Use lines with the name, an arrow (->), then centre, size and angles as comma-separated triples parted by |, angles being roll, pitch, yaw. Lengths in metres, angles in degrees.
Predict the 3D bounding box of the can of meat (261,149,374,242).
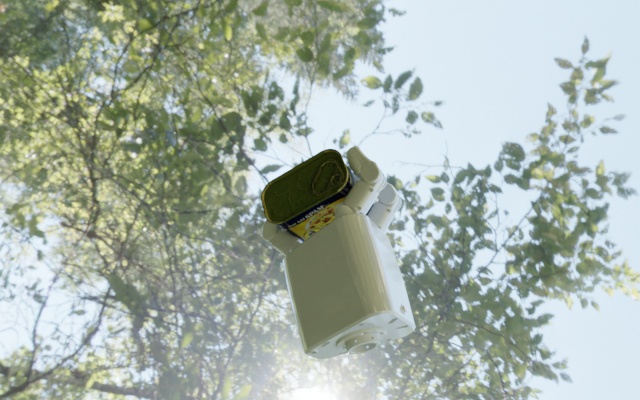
can of meat -> 0.000, 0.002, 0.533 | 0.102, 0.057, 0.084 | -29, -37, 14
